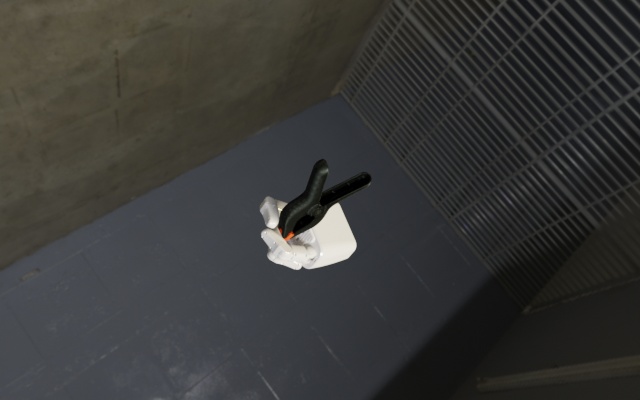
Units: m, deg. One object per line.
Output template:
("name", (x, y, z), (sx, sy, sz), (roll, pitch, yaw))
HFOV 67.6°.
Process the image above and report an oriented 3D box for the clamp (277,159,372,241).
("clamp", (0.000, 0.003, 0.747), (0.120, 0.039, 0.171), (9, -43, -38))
